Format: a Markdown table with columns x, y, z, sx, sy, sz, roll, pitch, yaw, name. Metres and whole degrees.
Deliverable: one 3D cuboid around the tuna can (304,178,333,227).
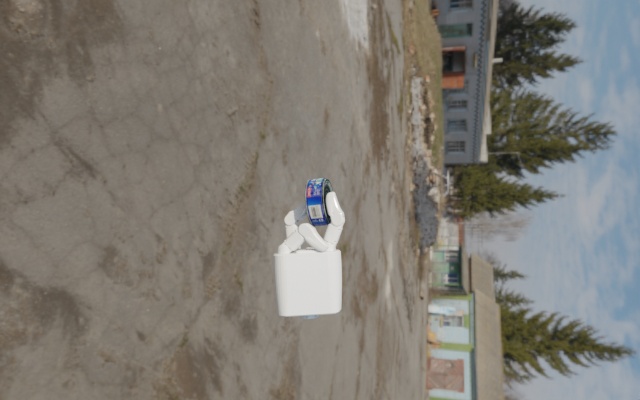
| x | y | z | sx | sy | sz | roll | pitch | yaw | name |
| --- | --- | --- | --- | --- | --- | --- | --- | --- | --- |
| 0.001 | 0.003 | 0.855 | 0.034 | 0.086 | 0.086 | -6 | -2 | 15 | tuna can |
